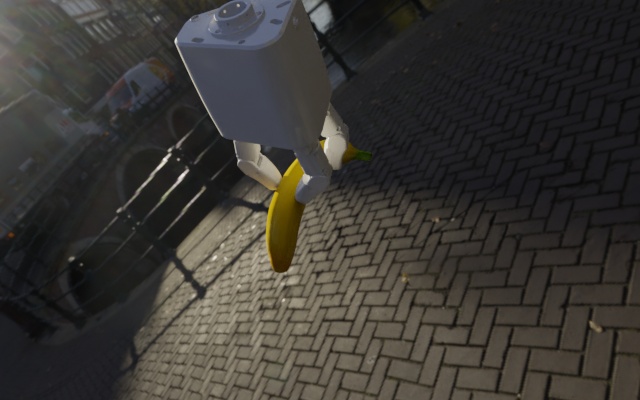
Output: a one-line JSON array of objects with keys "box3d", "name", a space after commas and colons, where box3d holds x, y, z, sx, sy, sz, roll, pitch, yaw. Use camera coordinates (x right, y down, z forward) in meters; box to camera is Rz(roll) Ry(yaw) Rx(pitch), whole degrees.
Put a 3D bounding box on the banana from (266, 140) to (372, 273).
[{"box3d": [-0.013, -0.011, 0.541, 0.069, 0.197, 0.037, 34, -28, 8], "name": "banana"}]
